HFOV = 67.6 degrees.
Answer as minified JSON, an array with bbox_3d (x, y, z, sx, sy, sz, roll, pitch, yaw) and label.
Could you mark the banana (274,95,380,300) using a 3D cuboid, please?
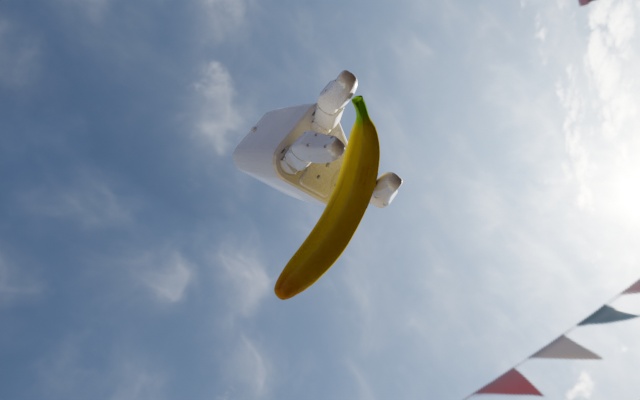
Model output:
[{"bbox_3d":[0.015,0.004,0.454,0.070,0.198,0.037,24,-6,-38],"label":"banana"}]
